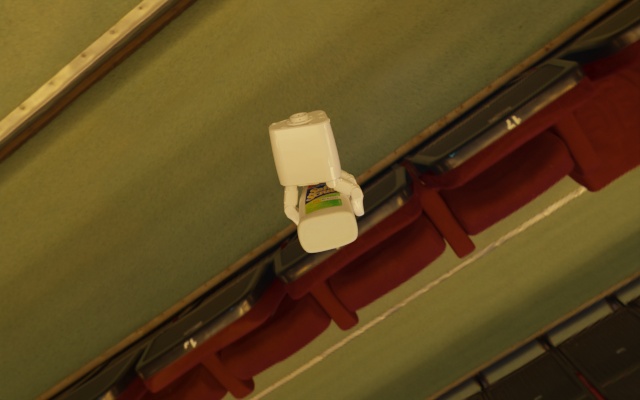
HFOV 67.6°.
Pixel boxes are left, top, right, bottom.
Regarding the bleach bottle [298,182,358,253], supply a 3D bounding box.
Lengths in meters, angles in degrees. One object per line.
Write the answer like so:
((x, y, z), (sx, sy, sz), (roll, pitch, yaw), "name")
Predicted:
((0.000, 0.003, 0.895), (0.102, 0.068, 0.250), (-13, 24, -1), "bleach bottle")
